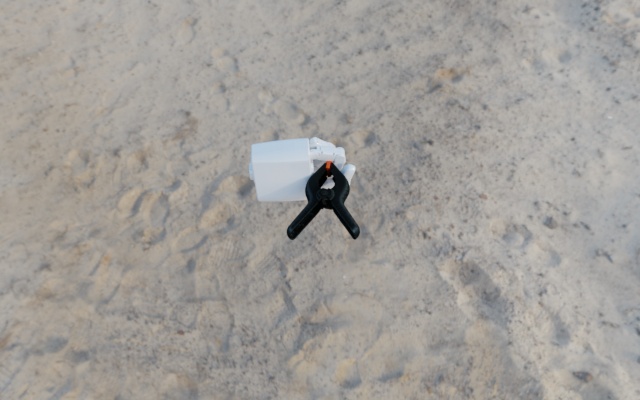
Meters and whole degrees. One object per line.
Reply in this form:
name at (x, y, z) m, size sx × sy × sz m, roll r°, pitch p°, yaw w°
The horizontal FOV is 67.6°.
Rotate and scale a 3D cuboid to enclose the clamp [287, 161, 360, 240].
clamp at (0.000, 0.002, 0.825) m, size 0.120 × 0.171 × 0.039 m, roll -4°, pitch -43°, yaw -1°
